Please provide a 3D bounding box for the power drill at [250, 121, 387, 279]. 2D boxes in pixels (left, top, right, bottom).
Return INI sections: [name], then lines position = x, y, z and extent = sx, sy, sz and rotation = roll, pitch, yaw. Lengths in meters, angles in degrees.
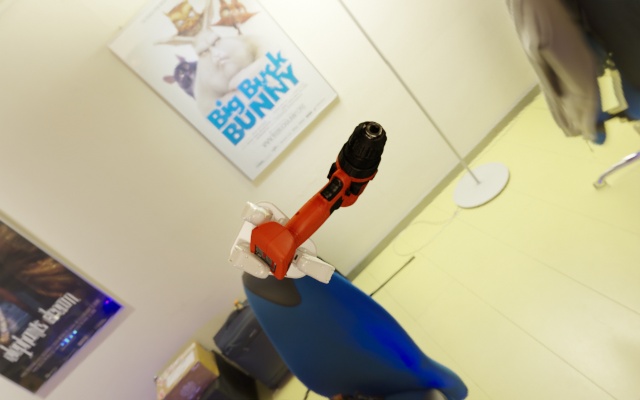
[power drill]
position = 0.000, 0.002, 0.575
extent = 0.187, 0.057, 0.184
rotation = -43, -12, -22
